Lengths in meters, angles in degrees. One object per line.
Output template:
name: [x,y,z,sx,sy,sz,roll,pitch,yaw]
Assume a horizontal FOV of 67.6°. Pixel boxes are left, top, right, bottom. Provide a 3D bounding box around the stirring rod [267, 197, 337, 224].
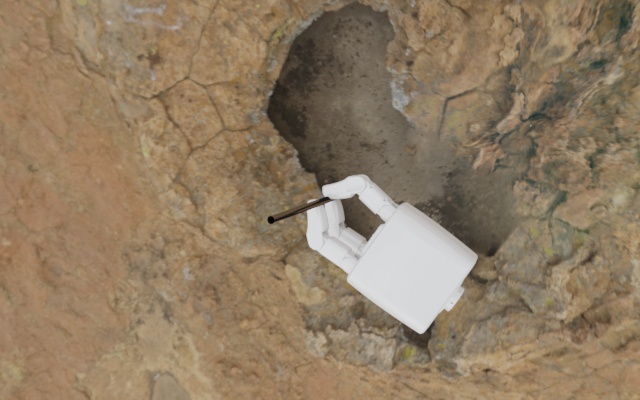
stirring rod: [0.000,0.002,0.569,0.011,0.011,0.239,0,8,24]
